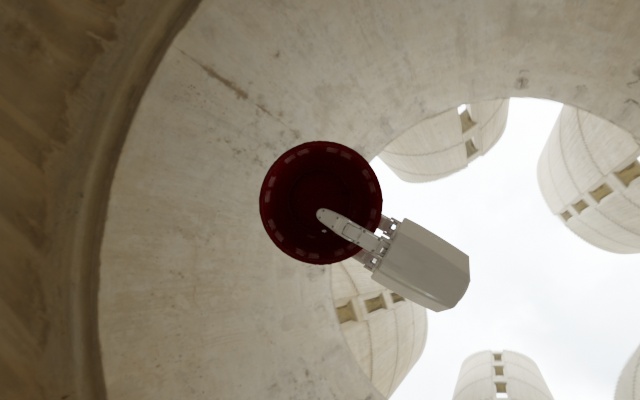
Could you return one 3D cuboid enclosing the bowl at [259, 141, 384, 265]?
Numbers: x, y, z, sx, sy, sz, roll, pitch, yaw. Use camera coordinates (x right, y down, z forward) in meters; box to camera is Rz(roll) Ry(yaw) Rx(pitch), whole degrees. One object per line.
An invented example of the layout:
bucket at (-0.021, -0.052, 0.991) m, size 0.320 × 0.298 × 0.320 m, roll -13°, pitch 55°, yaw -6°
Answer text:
bowl at (-0.001, 0.001, 0.642) m, size 0.162 × 0.162 × 0.055 m, roll 0°, pitch 4°, yaw -2°
